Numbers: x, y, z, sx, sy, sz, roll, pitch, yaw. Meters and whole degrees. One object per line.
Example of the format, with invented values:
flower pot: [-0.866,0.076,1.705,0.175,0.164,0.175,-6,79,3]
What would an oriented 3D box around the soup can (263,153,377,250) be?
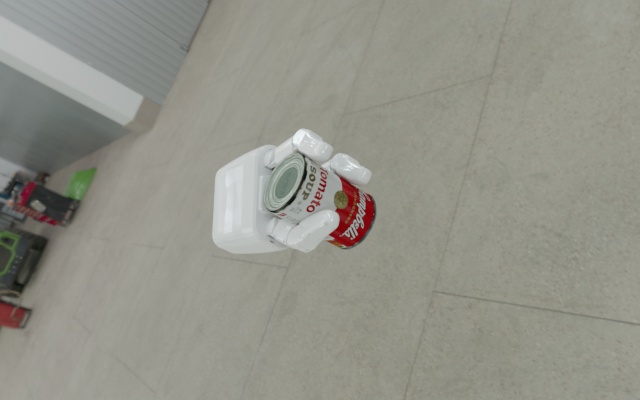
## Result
soup can: [0.000,0.002,0.501,0.102,0.068,0.068,29,-17,-32]
